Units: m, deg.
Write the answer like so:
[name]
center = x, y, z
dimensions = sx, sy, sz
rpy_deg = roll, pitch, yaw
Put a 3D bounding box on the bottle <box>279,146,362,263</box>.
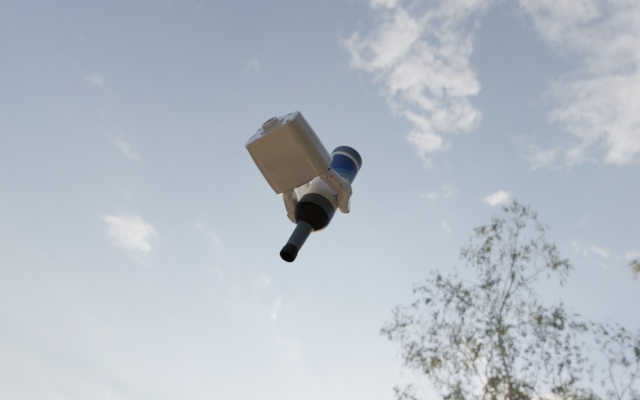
[bottle]
center = 0.000, 0.003, 0.859
dimensions = 0.069, 0.069, 0.295
rpy_deg = 0, 36, 26
